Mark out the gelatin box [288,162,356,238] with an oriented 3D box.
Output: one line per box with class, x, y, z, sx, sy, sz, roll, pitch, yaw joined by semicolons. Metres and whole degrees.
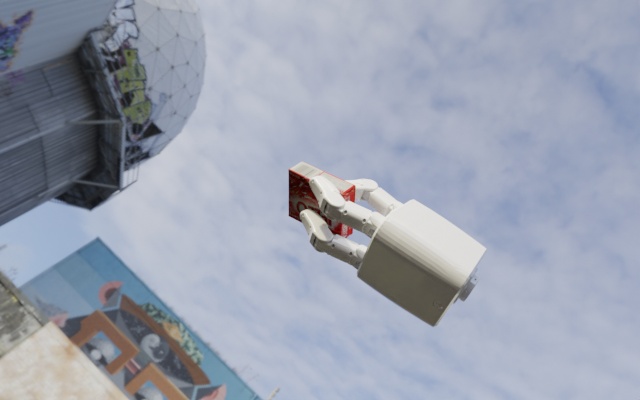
gelatin box;0.000;0.002;0.595;0.089;0.073;0.030;26;41;30
